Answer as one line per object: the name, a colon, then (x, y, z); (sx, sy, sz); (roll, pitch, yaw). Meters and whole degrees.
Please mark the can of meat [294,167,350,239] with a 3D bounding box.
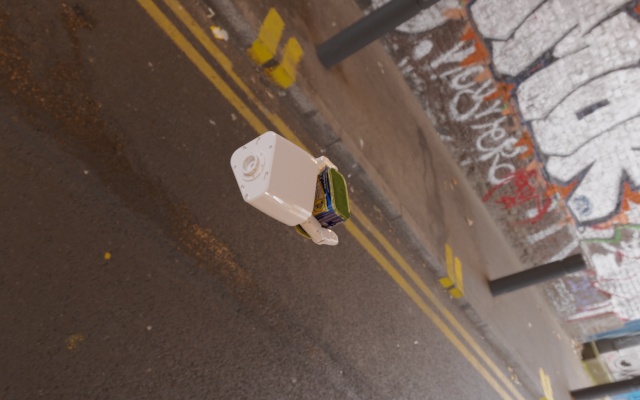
can of meat: (0.000, 0.003, 0.816); (0.084, 0.102, 0.057); (-25, -37, 27)
